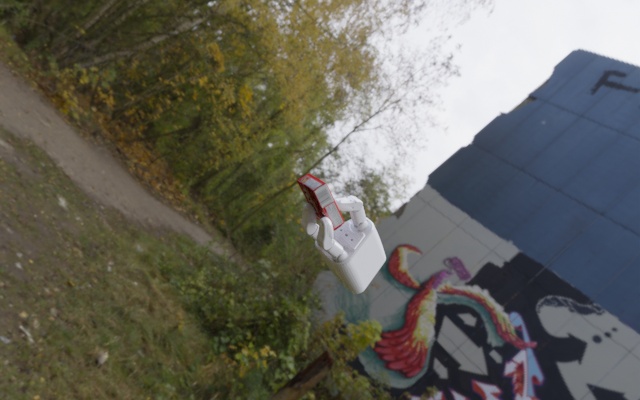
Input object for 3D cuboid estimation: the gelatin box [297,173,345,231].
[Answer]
[{"bbox_3d":[0.000,0.002,0.841,0.030,0.089,0.073,-33,28,-13],"label":"gelatin box"}]
